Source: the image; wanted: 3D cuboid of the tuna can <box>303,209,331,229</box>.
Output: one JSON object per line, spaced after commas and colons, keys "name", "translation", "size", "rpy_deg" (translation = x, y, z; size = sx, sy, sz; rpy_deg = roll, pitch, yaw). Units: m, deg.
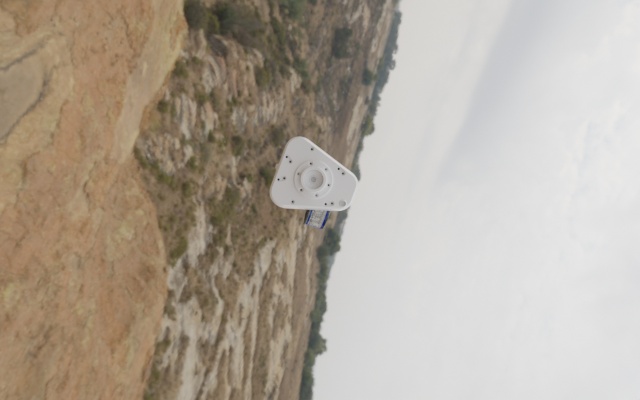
{"name": "tuna can", "translation": [0.001, 0.003, 0.785], "size": [0.034, 0.086, 0.086], "rpy_deg": [17, -1, -4]}
